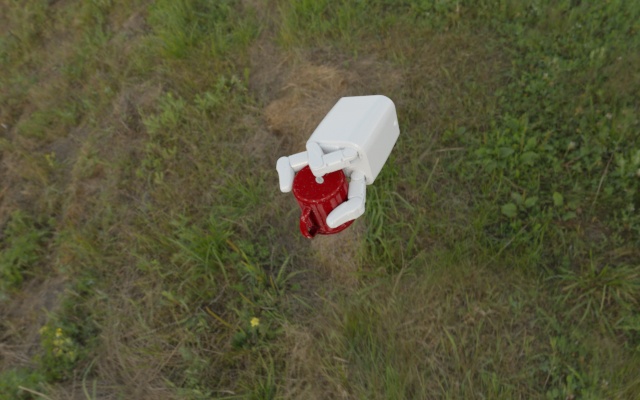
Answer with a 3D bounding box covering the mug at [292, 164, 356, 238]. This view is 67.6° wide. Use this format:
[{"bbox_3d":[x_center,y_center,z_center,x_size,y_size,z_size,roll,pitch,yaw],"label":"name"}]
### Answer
[{"bbox_3d":[-0.001,0.003,0.729,0.093,0.117,0.082,17,-28,29],"label":"mug"}]
